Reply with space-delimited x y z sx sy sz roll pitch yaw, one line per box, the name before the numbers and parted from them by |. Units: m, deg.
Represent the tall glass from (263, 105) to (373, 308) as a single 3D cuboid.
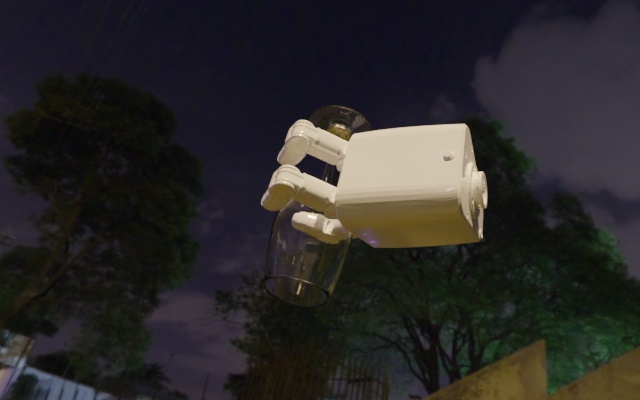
tall glass | 0.000 0.001 0.478 0.079 0.201 0.079 11 -33 7
